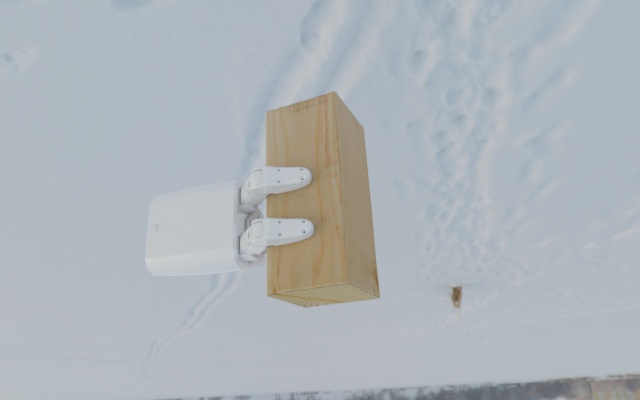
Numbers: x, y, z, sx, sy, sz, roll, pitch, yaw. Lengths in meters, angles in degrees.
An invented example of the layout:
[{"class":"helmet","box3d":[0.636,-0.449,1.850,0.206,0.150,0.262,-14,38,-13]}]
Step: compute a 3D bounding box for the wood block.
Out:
[{"class":"wood block","box3d":[0.000,0.002,0.517,0.090,0.206,0.091,-12,-24,22]}]
